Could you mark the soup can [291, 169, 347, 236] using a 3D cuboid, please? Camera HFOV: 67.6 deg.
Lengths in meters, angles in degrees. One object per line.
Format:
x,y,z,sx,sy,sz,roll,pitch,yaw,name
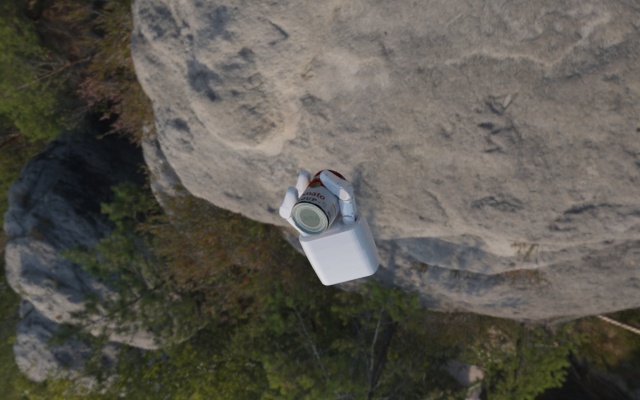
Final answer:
0.000,0.002,0.796,0.068,0.068,0.102,0,33,26,soup can
